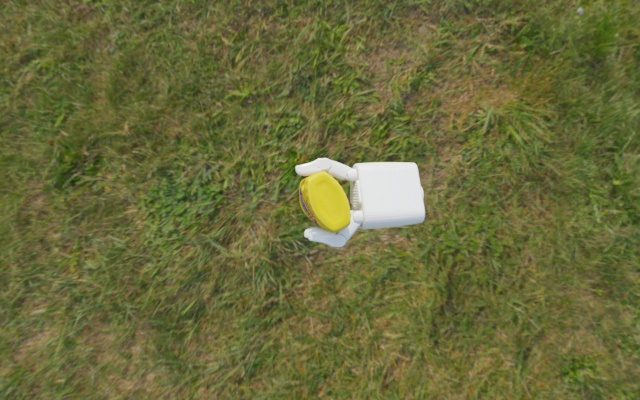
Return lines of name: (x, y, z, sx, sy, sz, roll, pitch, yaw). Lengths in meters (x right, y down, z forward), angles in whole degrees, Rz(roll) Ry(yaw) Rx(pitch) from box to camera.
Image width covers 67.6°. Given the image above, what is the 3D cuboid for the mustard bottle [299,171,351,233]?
mustard bottle: (0.000, 0.003, 0.818, 0.058, 0.096, 0.191, -28, 4, -7)
